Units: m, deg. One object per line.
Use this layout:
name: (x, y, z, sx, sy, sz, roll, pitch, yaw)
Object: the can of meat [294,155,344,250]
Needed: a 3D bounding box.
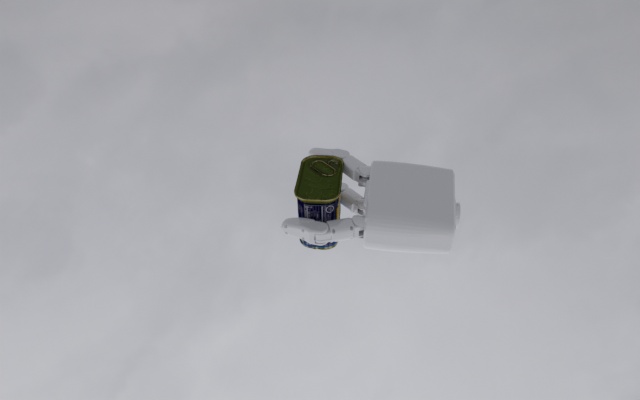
can of meat: (0.000, 0.002, 0.628, 0.057, 0.084, 0.102, 2, 37, 5)
